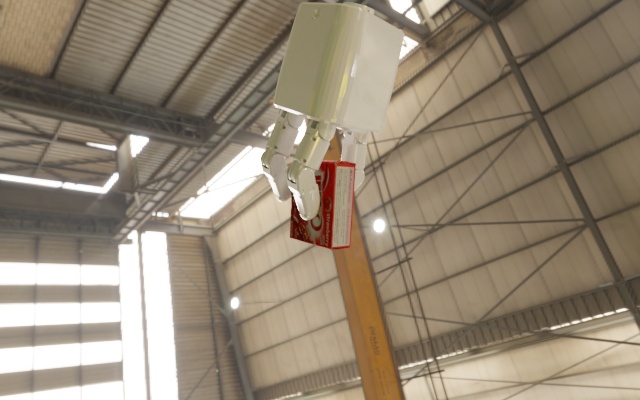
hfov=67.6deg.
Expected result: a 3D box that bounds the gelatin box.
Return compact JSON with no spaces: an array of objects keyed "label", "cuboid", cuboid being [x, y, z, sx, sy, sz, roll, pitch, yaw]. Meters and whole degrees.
[{"label":"gelatin box","cuboid":[0.000,0.002,0.502,0.030,0.089,0.073,-1,7,-39]}]
